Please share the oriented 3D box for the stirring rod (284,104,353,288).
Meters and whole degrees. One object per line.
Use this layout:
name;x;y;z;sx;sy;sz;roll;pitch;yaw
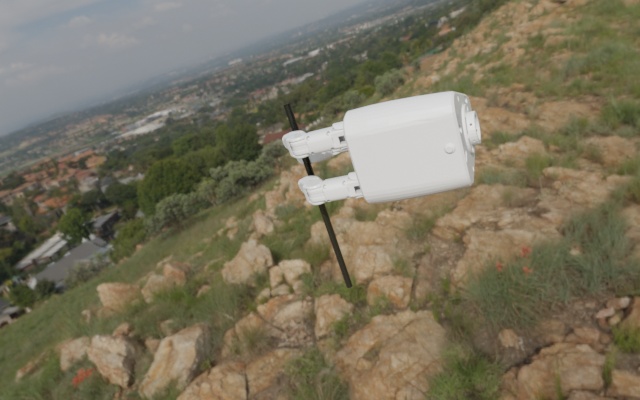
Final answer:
stirring rod;0.000;0.002;0.565;0.011;0.240;0.011;-17;20;6
